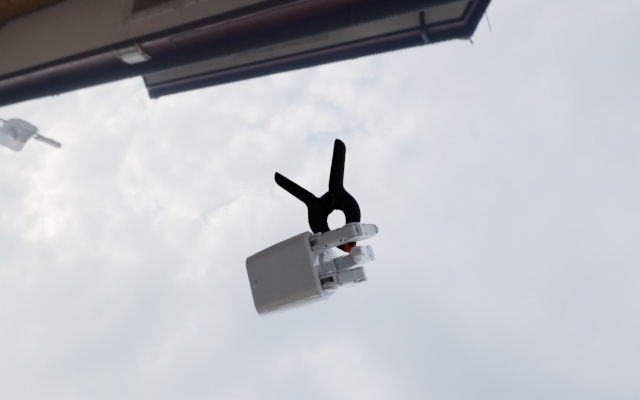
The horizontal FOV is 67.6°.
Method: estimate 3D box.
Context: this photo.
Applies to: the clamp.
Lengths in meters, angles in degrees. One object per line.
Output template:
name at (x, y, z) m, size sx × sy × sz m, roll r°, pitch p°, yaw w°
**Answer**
clamp at (0.000, 0.003, 0.708) m, size 0.120 × 0.171 × 0.039 m, roll -21°, pitch -21°, yaw 18°
